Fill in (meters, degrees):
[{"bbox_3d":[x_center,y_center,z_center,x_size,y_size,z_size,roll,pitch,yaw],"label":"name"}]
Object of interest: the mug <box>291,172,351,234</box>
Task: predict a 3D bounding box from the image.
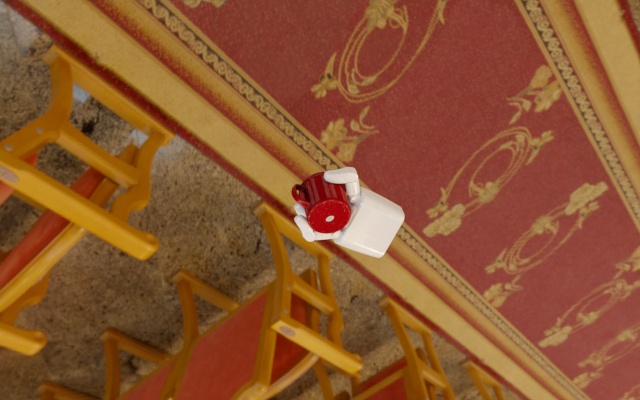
[{"bbox_3d":[-0.001,0.002,0.876,0.117,0.093,0.081,23,29,-26],"label":"mug"}]
